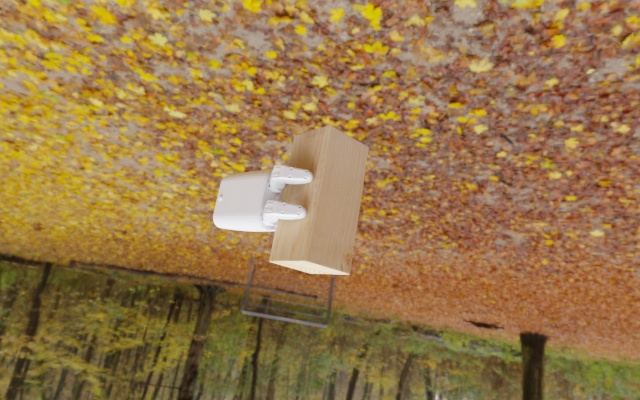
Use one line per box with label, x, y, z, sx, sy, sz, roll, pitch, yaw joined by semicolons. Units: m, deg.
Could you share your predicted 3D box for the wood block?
wood block;0.000;0.003;0.734;0.091;0.206;0.090;23;-21;-39
